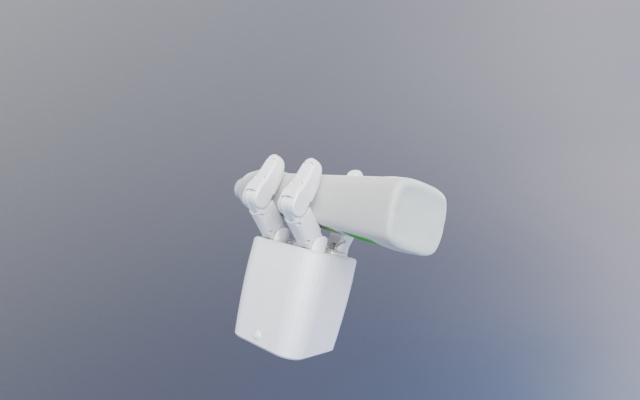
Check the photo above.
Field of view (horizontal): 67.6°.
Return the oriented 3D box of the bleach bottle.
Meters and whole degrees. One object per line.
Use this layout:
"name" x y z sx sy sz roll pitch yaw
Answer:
"bleach bottle" 0.000 0.002 0.521 0.251 0.068 0.102 9 -6 43
